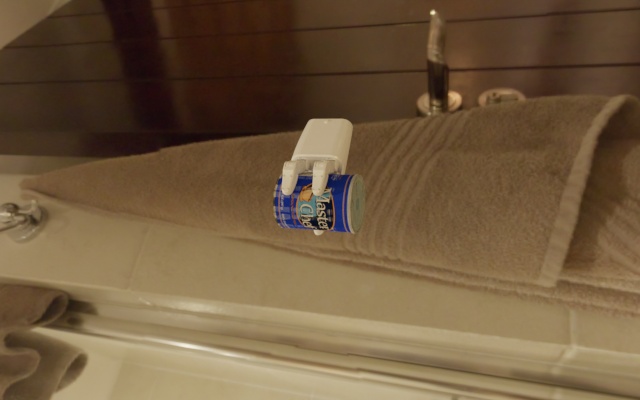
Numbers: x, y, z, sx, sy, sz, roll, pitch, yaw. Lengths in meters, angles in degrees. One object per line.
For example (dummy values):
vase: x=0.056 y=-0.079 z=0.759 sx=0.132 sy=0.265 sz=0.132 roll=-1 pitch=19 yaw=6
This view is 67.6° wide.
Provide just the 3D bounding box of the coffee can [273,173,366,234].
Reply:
coffee can: x=0.000 y=0.003 z=0.848 sx=0.140 sy=0.103 sz=0.103 roll=3 pitch=1 yaw=18
